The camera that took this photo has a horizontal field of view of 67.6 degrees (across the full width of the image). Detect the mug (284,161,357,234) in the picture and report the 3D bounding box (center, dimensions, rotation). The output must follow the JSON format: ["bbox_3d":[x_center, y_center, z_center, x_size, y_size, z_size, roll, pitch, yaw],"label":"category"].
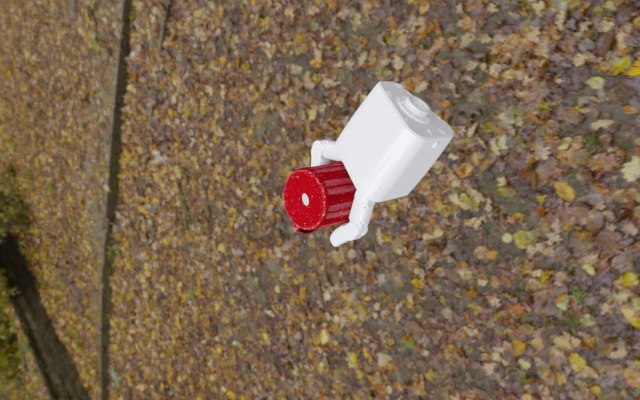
[{"bbox_3d":[-0.001,0.003,0.643,0.081,0.093,0.117,-10,-36,-45],"label":"mug"}]
